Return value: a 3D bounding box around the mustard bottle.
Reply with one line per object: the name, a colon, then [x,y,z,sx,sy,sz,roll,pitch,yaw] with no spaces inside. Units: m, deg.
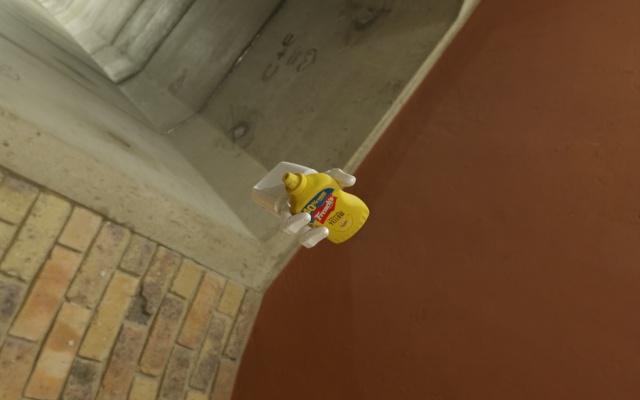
mustard bottle: [0.000,0.003,0.877,0.192,0.096,0.058,36,16,-39]
